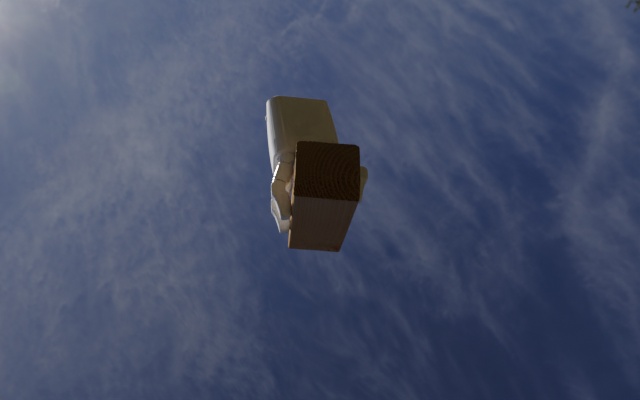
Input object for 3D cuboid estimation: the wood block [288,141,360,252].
[{"bbox_3d":[0.000,0.002,0.739,0.091,0.090,0.206,4,-25,-4],"label":"wood block"}]
